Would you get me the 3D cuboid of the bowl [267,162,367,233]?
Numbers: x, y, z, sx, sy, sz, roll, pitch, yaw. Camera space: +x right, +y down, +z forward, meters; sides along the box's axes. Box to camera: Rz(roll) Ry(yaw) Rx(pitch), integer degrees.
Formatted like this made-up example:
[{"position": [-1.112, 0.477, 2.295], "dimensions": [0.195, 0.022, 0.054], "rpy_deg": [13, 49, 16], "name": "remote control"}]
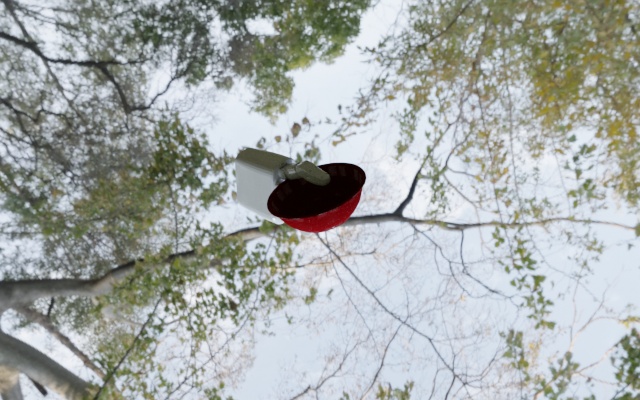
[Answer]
[{"position": [0.001, 0.003, 0.751], "dimensions": [0.162, 0.055, 0.162], "rpy_deg": [-15, 28, 8], "name": "bowl"}]
